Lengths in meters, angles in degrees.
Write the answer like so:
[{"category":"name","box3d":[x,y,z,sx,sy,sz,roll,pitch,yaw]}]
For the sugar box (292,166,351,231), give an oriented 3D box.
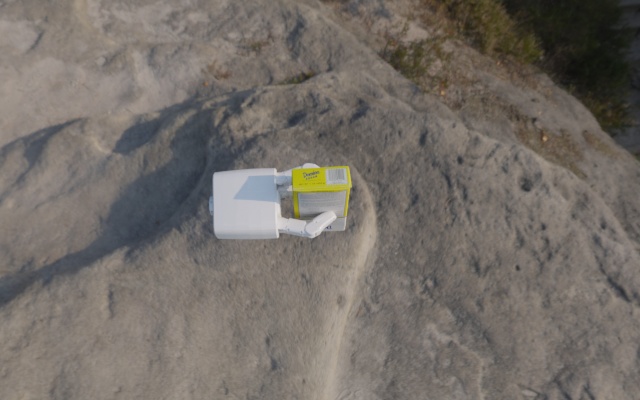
[{"category":"sugar box","box3d":[0.000,0.002,0.821,0.093,0.048,0.176,-2,-23,-2]}]
